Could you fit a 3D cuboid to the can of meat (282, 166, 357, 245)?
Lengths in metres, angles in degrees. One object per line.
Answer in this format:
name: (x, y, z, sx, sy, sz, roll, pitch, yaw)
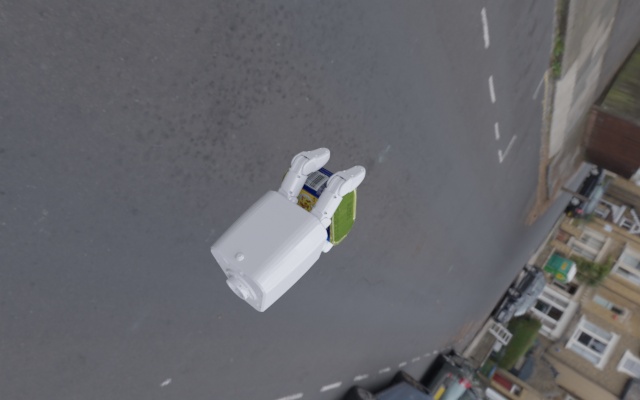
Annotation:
can of meat: (0.000, 0.002, 0.646, 0.084, 0.102, 0.057, 32, 58, 26)
